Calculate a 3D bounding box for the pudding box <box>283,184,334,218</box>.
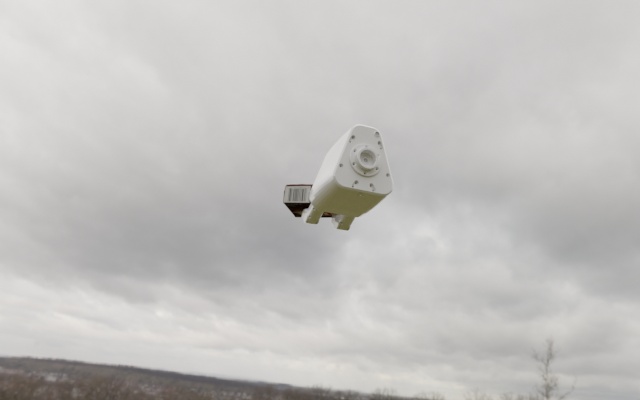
[{"bbox_3d":[0.000,0.003,0.840,0.113,0.039,0.090,2,-18,12],"label":"pudding box"}]
